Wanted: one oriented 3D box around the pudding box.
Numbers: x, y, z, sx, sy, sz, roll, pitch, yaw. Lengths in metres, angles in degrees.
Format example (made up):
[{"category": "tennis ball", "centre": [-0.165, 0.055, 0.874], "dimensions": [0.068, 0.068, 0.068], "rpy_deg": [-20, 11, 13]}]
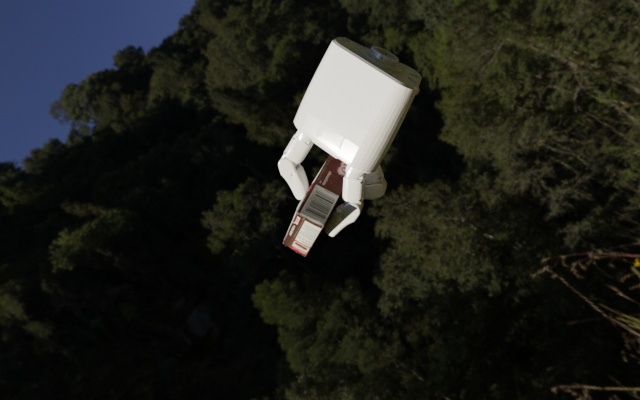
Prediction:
[{"category": "pudding box", "centre": [0.000, 0.002, 0.595], "dimensions": [0.039, 0.113, 0.090], "rpy_deg": [30, -32, 2]}]
